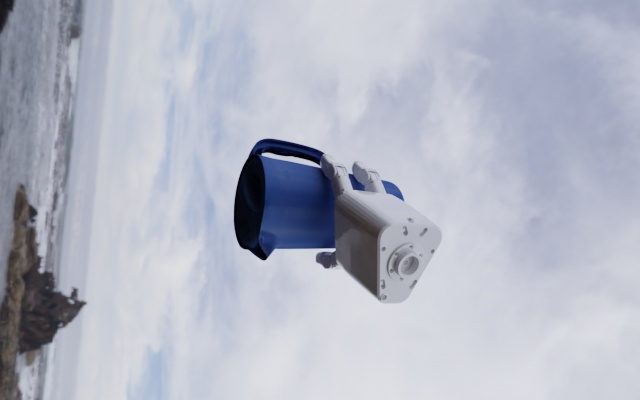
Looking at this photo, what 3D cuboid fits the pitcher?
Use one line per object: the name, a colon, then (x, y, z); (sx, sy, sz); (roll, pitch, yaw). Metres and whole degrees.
pitcher: (0.000, 0.002, 0.714); (0.243, 0.149, 0.145); (6, 15, -27)
